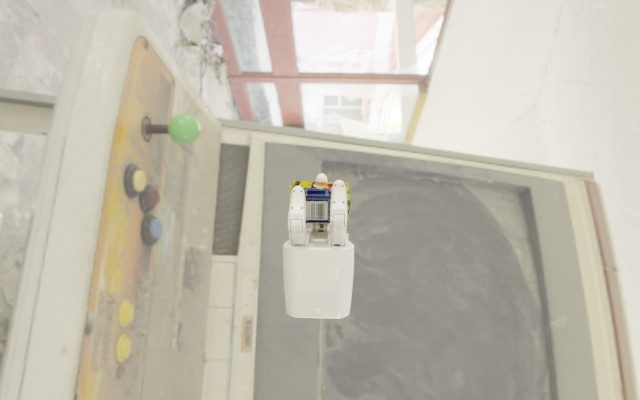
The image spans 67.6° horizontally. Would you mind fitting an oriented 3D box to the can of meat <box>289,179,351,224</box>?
[{"bbox_3d":[0.000,0.002,0.692,0.084,0.057,0.102,1,9,2],"label":"can of meat"}]
